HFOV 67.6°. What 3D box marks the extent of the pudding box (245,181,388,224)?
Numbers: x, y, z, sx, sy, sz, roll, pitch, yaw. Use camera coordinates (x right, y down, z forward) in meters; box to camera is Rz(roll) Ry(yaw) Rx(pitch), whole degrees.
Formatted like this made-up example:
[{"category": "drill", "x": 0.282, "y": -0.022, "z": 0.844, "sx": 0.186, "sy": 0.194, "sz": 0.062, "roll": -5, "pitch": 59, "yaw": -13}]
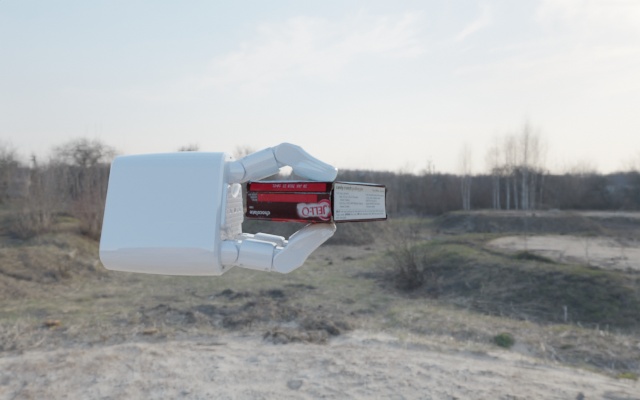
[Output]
[{"category": "pudding box", "x": 0.000, "y": 0.001, "z": 0.441, "sx": 0.090, "sy": 0.039, "sz": 0.113, "roll": 2, "pitch": 3, "yaw": 31}]
